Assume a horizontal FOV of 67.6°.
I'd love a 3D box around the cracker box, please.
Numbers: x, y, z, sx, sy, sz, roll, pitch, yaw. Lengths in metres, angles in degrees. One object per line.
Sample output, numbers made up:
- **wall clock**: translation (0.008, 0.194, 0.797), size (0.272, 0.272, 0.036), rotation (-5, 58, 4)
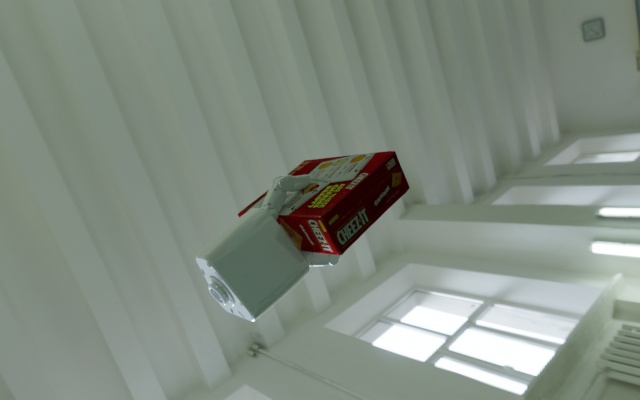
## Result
- **cracker box**: translation (0.000, 0.002, 0.717), size (0.164, 0.072, 0.213), rotation (-41, 25, -31)
